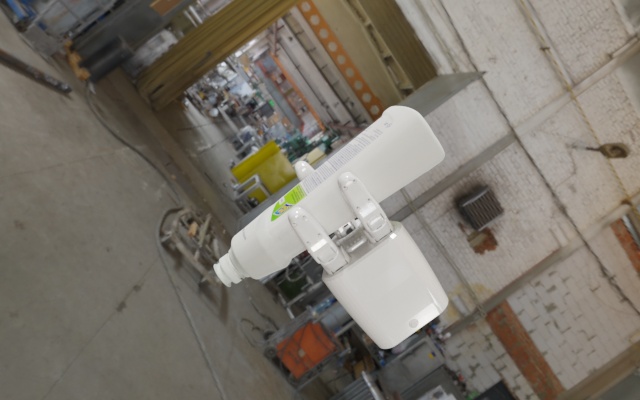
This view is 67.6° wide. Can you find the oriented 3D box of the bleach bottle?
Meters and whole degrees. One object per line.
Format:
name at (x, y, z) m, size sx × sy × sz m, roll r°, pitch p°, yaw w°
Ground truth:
bleach bottle at (0.000, 0.002, 0.493) m, size 0.251 × 0.068 × 0.102 m, roll -36°, pitch 13°, yaw 1°
